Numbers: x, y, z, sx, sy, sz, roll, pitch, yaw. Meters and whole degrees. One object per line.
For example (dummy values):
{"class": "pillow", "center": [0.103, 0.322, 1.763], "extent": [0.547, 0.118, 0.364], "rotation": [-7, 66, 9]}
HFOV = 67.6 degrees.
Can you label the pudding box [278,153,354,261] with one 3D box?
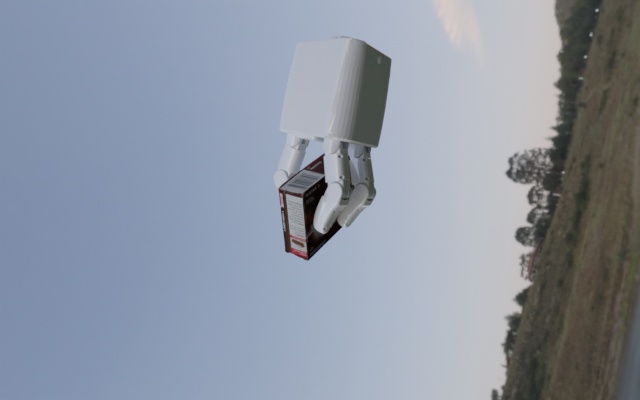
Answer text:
{"class": "pudding box", "center": [0.000, 0.002, 0.562], "extent": [0.039, 0.090, 0.113], "rotation": [17, 37, 31]}
